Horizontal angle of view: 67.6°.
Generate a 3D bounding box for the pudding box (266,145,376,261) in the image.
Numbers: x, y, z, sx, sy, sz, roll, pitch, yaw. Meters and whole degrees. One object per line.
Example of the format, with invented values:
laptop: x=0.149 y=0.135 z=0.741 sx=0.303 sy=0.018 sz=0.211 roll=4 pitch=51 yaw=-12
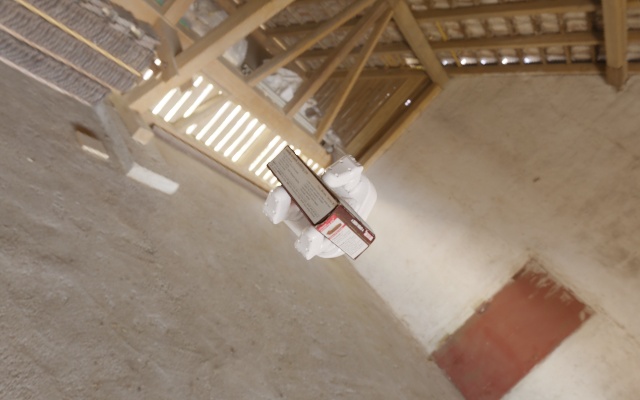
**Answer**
pudding box: x=0.000 y=0.002 z=0.509 sx=0.113 sy=0.039 sz=0.090 roll=47 pitch=4 yaw=41
